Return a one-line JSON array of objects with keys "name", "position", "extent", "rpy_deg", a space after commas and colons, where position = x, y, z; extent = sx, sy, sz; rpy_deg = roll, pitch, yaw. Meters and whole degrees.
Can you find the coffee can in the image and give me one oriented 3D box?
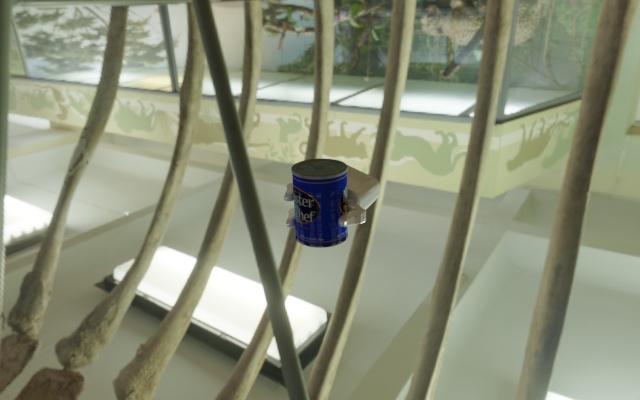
[{"name": "coffee can", "position": [0.000, 0.003, 0.894], "extent": [0.103, 0.140, 0.102], "rpy_deg": [-2, 22, 1]}]
